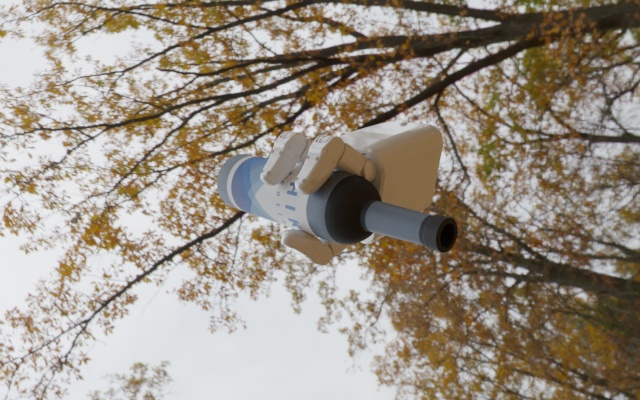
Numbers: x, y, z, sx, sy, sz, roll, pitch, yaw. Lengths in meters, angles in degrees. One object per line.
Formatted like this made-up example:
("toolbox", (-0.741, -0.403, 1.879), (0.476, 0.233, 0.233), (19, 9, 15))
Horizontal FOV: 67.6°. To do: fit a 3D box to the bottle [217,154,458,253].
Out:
("bottle", (0.000, 0.002, 0.468), (0.069, 0.069, 0.295), (0, 10, -41))
